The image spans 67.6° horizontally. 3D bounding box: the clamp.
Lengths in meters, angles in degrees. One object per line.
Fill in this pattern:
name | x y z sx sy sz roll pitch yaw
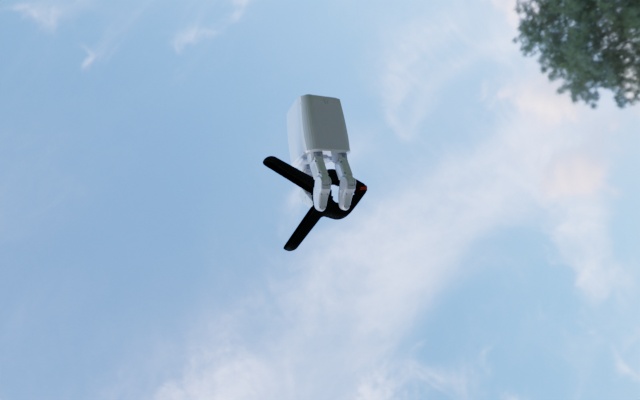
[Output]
clamp | 0.000 0.003 0.855 0.210 0.164 0.036 -2 -11 -36
